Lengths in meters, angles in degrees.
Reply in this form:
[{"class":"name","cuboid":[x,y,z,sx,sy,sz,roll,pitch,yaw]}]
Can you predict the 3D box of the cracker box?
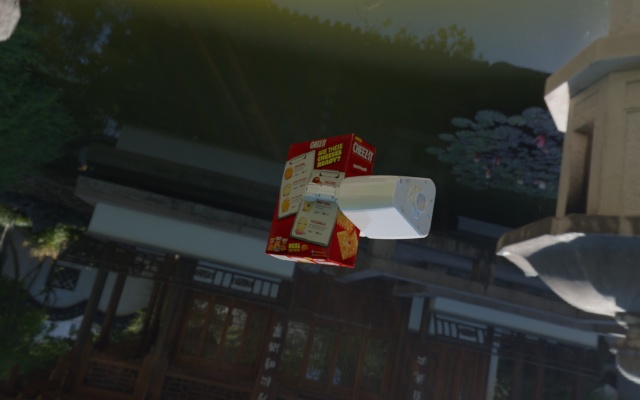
[{"class":"cracker box","cuboid":[0.000,0.003,0.836,0.164,0.213,0.072,-2,-20,46]}]
